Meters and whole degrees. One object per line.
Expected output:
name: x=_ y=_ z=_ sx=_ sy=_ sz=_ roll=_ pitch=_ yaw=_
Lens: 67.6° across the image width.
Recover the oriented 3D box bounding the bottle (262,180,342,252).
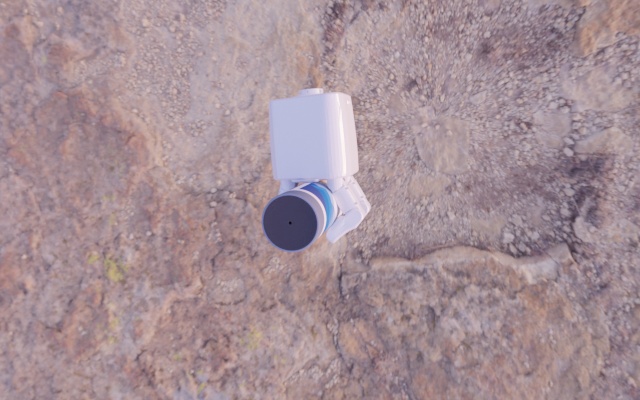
bottle: x=0.000 y=0.002 z=0.661 sx=0.069 sy=0.069 sz=0.295 roll=0 pitch=9 yaw=13
